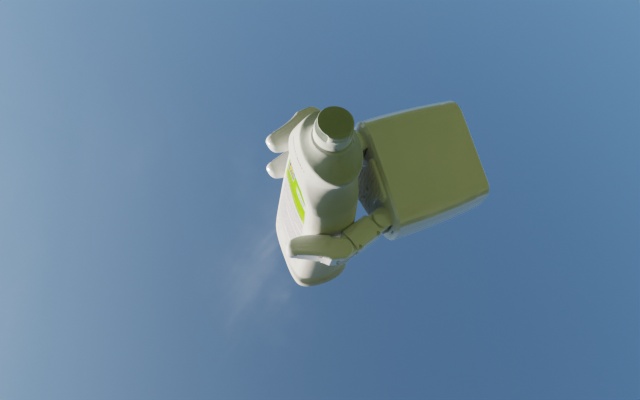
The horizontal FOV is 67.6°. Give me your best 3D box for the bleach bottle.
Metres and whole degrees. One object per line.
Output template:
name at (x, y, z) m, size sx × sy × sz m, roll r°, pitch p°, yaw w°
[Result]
bleach bottle at (0.000, 0.001, 0.461) m, size 0.068 × 0.102 × 0.251 m, roll -18°, pitch -21°, yaw -15°
